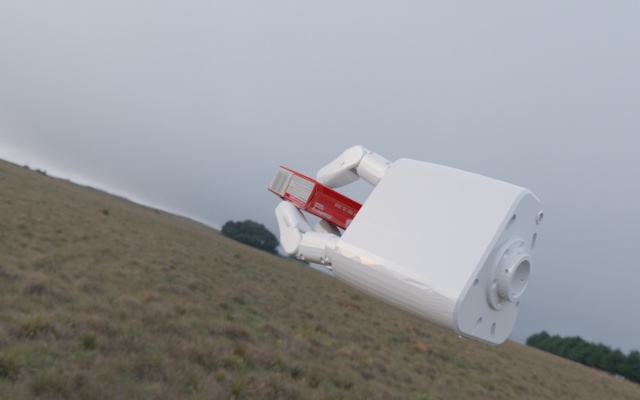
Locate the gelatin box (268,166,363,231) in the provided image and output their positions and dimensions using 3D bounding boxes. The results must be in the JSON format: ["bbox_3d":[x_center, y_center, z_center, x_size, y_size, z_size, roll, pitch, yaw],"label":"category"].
[{"bbox_3d":[0.000,0.001,0.455,0.073,0.030,0.089,27,0,-31],"label":"gelatin box"}]
